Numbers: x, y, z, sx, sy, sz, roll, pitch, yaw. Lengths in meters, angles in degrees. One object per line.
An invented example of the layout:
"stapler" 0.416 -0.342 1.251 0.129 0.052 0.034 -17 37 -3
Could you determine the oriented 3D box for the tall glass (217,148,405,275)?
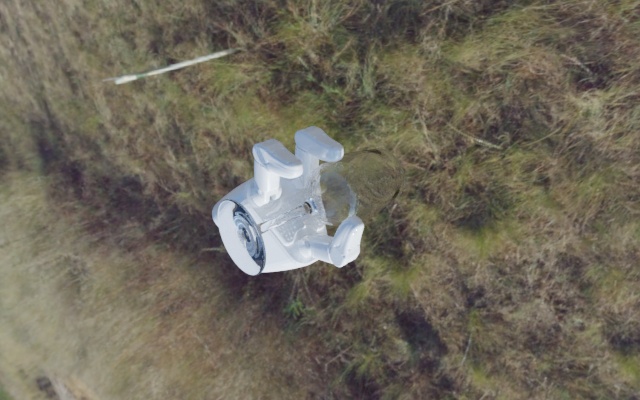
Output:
"tall glass" 0.000 0.002 0.490 0.201 0.079 0.079 -24 15 -36
